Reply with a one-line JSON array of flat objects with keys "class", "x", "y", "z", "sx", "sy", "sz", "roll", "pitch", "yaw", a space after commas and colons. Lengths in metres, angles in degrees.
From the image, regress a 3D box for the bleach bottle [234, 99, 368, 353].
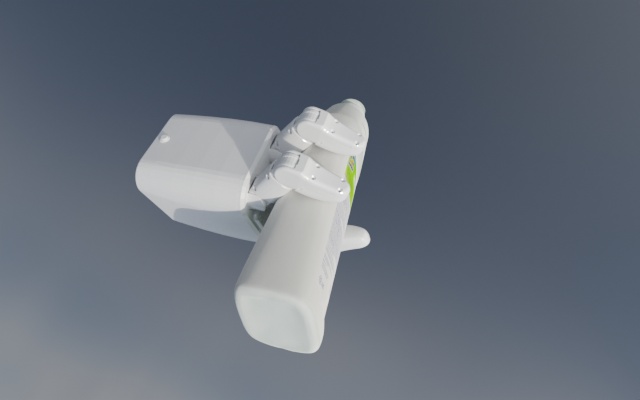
[{"class": "bleach bottle", "x": 0.000, "y": 0.001, "z": 0.441, "sx": 0.068, "sy": 0.250, "sz": 0.103, "roll": 11, "pitch": -38, "yaw": 12}]
